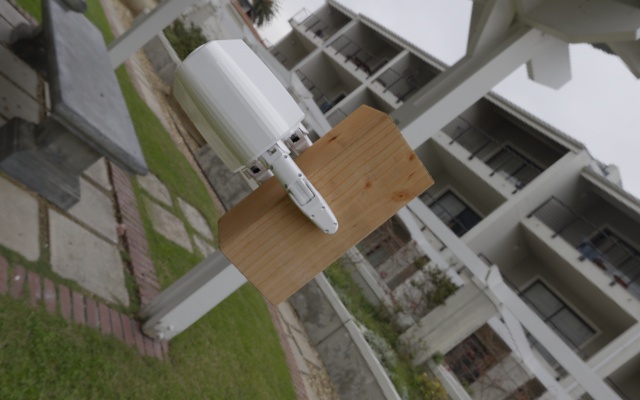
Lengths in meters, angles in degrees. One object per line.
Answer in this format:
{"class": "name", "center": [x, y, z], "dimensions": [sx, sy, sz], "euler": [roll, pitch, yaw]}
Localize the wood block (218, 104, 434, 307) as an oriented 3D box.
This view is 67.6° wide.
{"class": "wood block", "center": [0.000, 0.001, 0.506], "dimensions": [0.206, 0.090, 0.090], "euler": [-38, 21, 2]}
